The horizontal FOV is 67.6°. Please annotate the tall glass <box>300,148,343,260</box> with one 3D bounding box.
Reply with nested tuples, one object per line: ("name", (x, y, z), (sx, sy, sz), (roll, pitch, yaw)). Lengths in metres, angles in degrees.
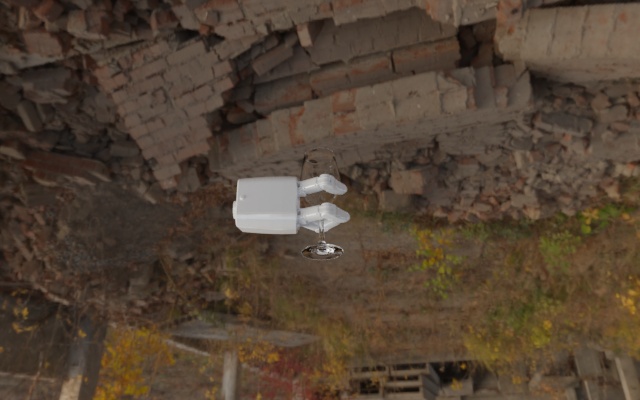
("tall glass", (0.000, 0.004, 0.881), (0.079, 0.201, 0.079), (-1, -27, -1))
